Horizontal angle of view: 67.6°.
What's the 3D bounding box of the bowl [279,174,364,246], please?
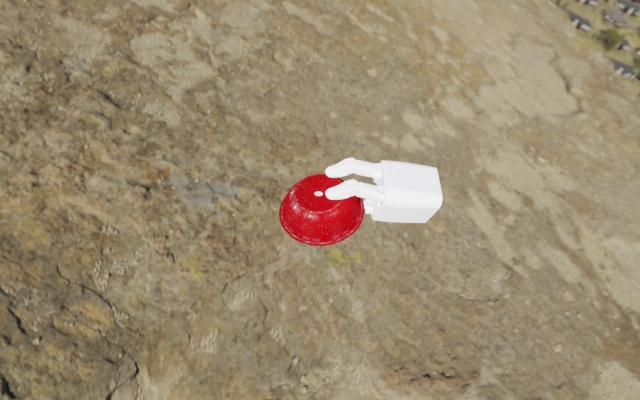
[{"bbox_3d":[-0.001,0.003,0.878,0.162,0.162,0.055,0,-39,6],"label":"bowl"}]
